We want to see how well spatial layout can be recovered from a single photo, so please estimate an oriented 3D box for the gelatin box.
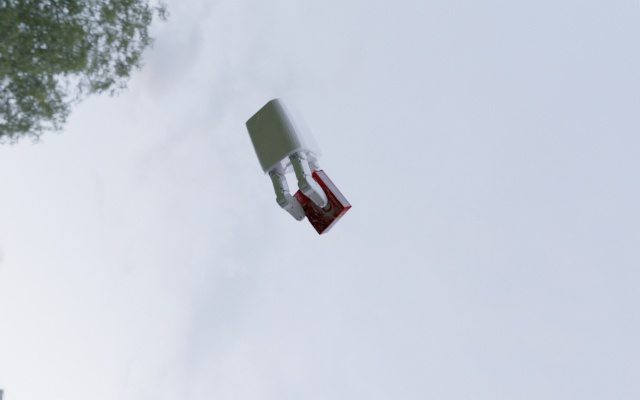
[{"bbox_3d":[0.001,0.003,0.824,0.073,0.089,0.030,-48,-19,28],"label":"gelatin box"}]
